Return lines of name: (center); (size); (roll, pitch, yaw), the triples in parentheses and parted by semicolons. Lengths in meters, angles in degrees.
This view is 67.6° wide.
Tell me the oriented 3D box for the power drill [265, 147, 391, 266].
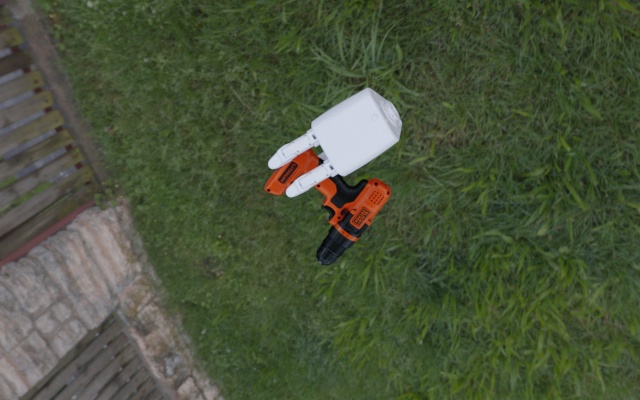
power drill: (0.000, 0.002, 0.826); (0.188, 0.184, 0.057); (35, 13, -12)
